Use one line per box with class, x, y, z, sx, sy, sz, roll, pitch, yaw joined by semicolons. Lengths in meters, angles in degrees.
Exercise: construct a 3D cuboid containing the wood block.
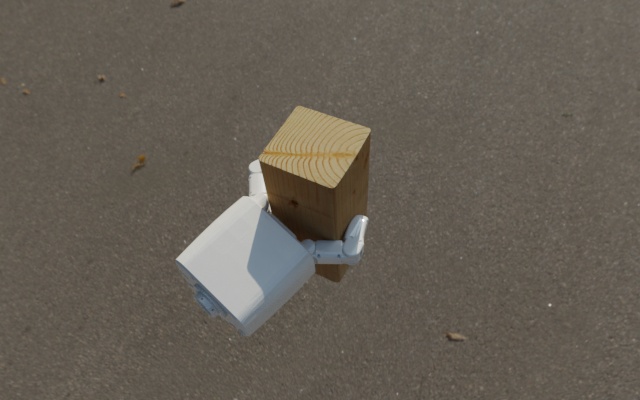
wood block;0.000;0.002;0.573;0.091;0.090;0.206;22;-31;18
